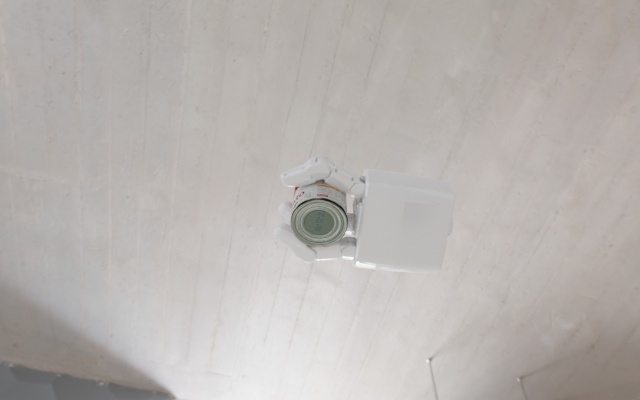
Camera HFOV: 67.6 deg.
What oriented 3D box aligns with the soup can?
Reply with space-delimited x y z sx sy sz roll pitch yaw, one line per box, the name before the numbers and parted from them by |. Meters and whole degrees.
soup can | 0.000 0.002 0.583 0.068 0.068 0.102 0 30 2
